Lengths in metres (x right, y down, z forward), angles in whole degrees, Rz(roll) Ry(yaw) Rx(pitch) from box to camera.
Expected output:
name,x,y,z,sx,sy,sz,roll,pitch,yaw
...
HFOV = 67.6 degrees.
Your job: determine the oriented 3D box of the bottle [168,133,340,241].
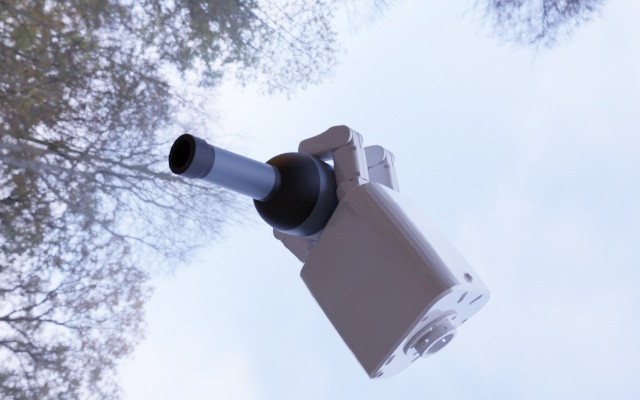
name,x,y,z,sx,sy,sz,roll,pitch,yaw
bottle,0.000,0.001,0.415,0.069,0.069,0.296,0,-12,38
